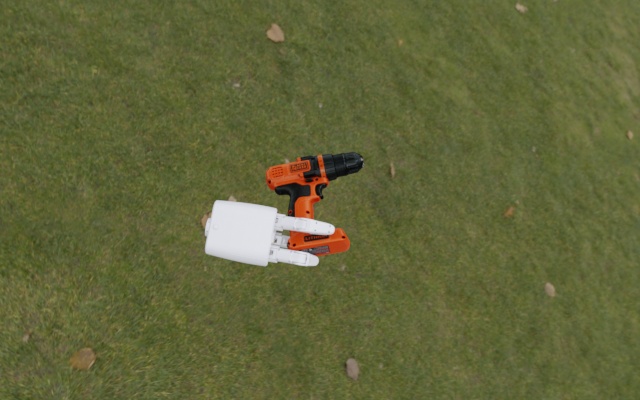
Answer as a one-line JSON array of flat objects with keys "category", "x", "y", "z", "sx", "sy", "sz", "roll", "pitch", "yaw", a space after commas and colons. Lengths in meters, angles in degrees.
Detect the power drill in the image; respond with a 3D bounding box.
[{"category": "power drill", "x": 0.000, "y": 0.003, "z": 0.856, "sx": 0.184, "sy": 0.187, "sz": 0.057, "roll": -12, "pitch": -30, "yaw": 4}]
